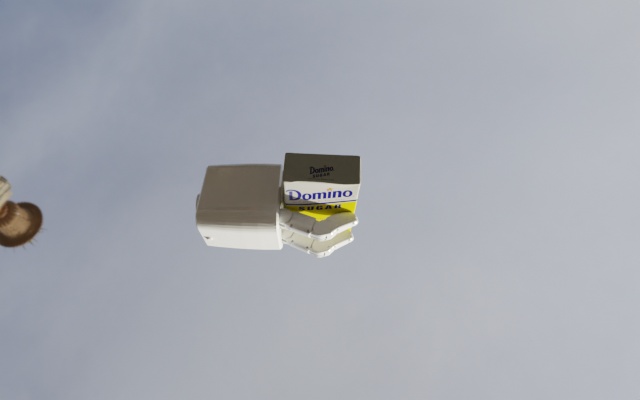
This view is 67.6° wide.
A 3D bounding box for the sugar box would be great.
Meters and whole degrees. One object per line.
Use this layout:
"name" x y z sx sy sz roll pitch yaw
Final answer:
"sugar box" 0.000 0.003 0.633 0.093 0.048 0.176 2 -25 0
